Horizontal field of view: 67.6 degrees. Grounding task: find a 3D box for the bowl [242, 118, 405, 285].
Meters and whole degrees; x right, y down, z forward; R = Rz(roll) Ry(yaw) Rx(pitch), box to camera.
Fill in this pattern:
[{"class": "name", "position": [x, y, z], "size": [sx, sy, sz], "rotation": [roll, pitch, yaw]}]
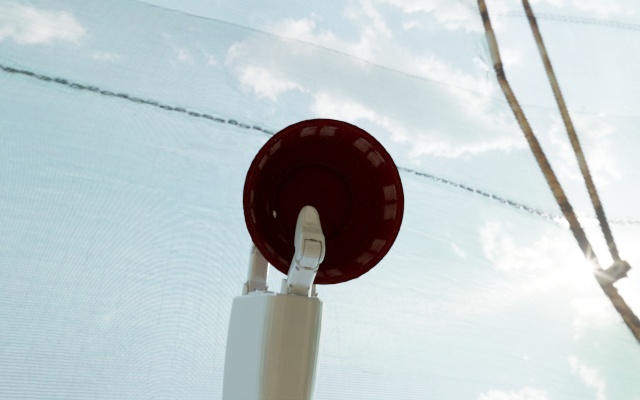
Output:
[{"class": "bowl", "position": [0.000, 0.000, 0.483], "size": [0.162, 0.162, 0.055], "rotation": [0, -2, -14]}]
